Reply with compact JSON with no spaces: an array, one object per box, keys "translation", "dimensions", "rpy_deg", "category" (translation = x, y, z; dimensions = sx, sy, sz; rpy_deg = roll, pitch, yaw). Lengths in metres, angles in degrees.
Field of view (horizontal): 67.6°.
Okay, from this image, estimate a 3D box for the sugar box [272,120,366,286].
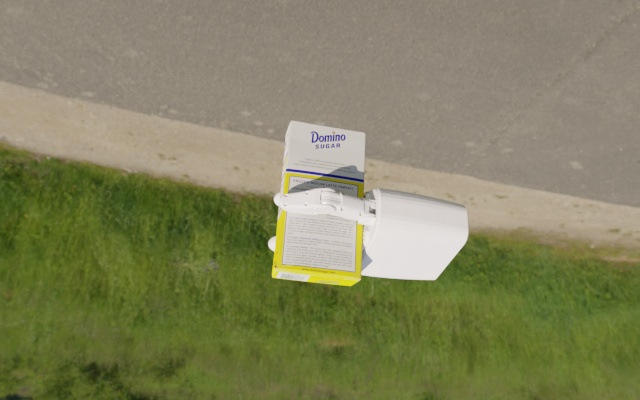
[{"translation":[0.000,0.002,0.539],"dimensions":[0.093,0.176,0.048],"rpy_deg":[8,-24,-10],"category":"sugar box"}]
